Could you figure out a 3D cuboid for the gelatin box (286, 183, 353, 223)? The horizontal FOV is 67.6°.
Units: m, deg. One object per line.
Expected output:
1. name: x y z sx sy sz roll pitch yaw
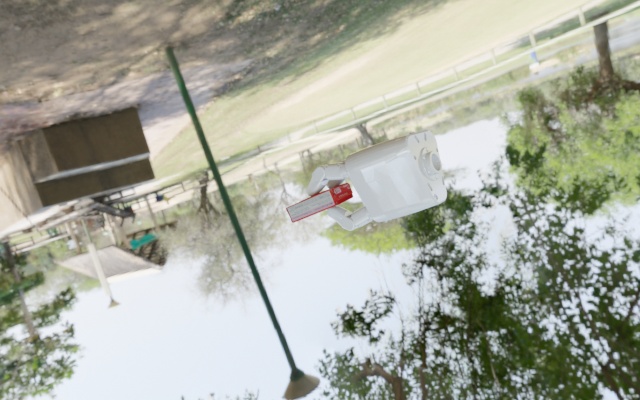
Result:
1. gelatin box: 0.000 0.003 0.770 0.089 0.030 0.073 -23 -1 27
